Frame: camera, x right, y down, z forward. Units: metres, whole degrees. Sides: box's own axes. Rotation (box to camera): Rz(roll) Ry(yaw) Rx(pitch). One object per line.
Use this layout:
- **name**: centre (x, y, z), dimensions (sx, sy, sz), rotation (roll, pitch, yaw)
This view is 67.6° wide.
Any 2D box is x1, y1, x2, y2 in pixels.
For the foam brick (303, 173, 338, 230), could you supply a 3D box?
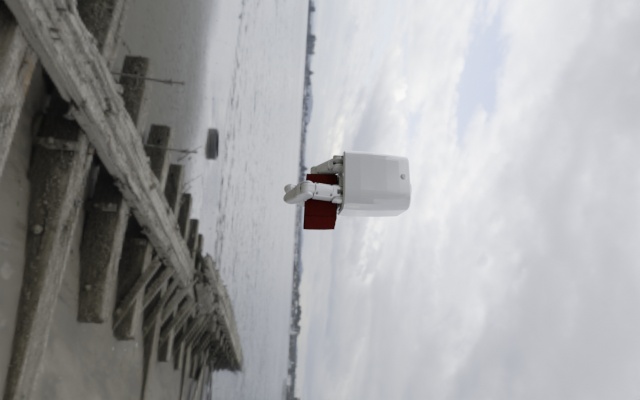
- **foam brick**: centre (0.000, 0.003, 0.765), dimensions (0.051, 0.078, 0.053), rotation (3, -26, -3)
